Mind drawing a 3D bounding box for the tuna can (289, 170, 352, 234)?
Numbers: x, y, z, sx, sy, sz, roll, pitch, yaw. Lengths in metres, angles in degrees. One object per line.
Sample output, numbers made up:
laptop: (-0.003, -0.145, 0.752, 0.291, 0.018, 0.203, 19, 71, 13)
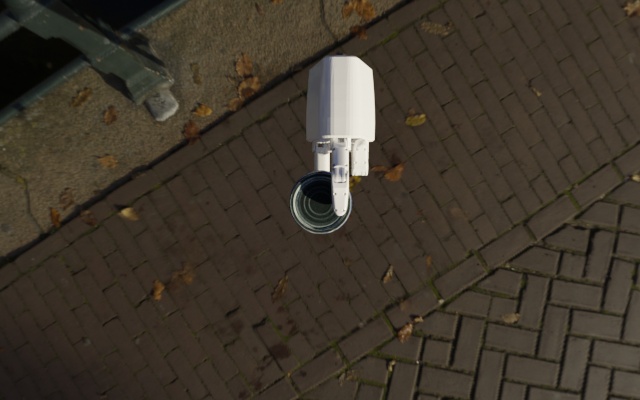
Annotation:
tuna can: (0.000, 0.002, 0.653, 0.086, 0.086, 0.033, 0, 7, 0)
